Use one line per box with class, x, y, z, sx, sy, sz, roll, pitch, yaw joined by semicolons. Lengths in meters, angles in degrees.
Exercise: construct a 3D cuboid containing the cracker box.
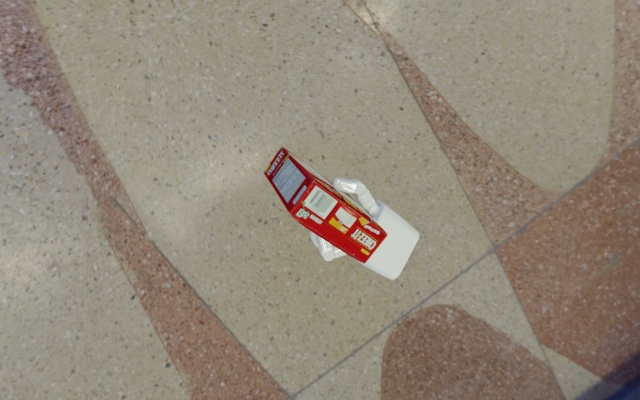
cracker box;0.000;0.003;0.824;0.164;0.072;0.213;35;6;-26
